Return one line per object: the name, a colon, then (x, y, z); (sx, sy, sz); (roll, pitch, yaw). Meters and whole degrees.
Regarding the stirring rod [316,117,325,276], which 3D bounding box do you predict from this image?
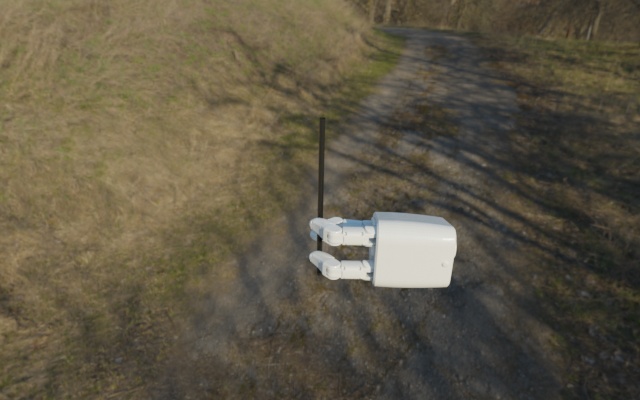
stirring rod: (0.000, 0.002, 0.672); (0.011, 0.240, 0.011); (1, 25, 0)
